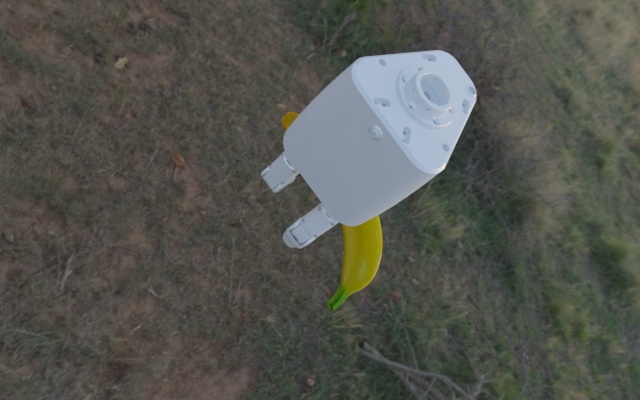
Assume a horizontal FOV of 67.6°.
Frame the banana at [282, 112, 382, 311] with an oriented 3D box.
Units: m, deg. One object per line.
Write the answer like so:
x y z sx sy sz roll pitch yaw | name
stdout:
0.018 0.001 0.463 0.069 0.197 0.037 -12 -9 -19 | banana
